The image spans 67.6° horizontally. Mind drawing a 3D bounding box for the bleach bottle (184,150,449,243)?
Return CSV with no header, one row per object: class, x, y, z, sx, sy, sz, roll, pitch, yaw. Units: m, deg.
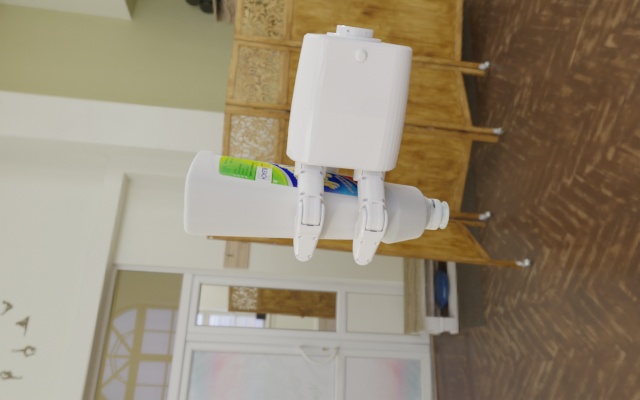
bleach bottle,0.000,0.002,0.474,0.251,0.068,0.102,5,20,-8
